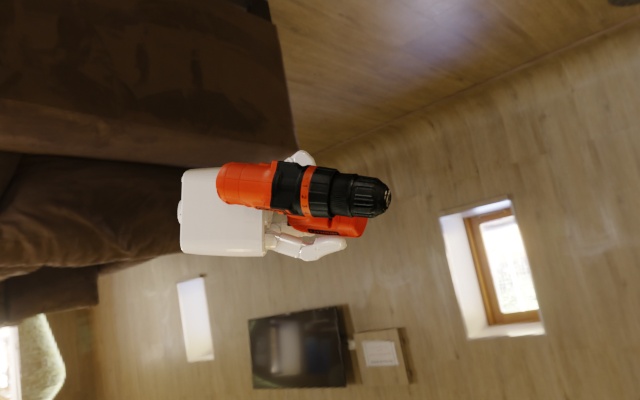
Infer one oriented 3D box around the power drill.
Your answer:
[{"bbox_3d":[0.000,0.002,0.546,0.184,0.057,0.188,8,-10,19],"label":"power drill"}]
